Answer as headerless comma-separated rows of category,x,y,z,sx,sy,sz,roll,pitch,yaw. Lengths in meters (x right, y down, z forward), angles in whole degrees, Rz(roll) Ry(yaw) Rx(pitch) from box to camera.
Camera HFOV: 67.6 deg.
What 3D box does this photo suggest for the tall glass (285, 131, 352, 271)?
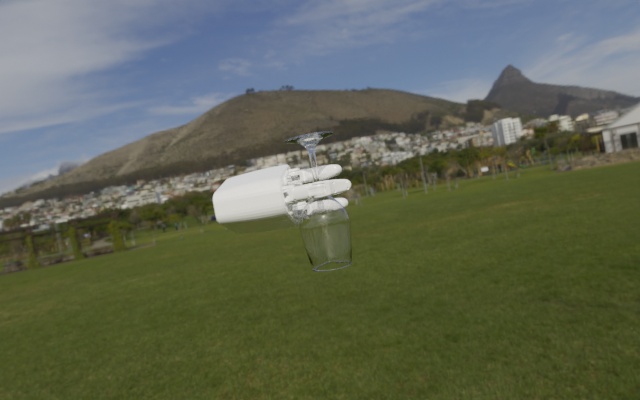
tall glass,0.000,0.002,0.721,0.079,0.201,0.079,-11,1,0
